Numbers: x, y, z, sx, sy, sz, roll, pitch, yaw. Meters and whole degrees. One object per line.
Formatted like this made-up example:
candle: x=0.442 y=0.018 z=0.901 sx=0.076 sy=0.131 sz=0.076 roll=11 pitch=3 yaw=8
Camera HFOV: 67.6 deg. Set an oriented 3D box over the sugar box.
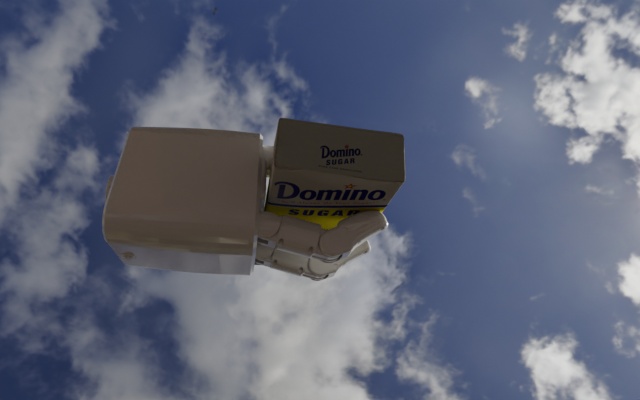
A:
sugar box: x=0.000 y=0.002 z=0.403 sx=0.093 sy=0.048 sz=0.176 roll=6 pitch=-23 yaw=-7
